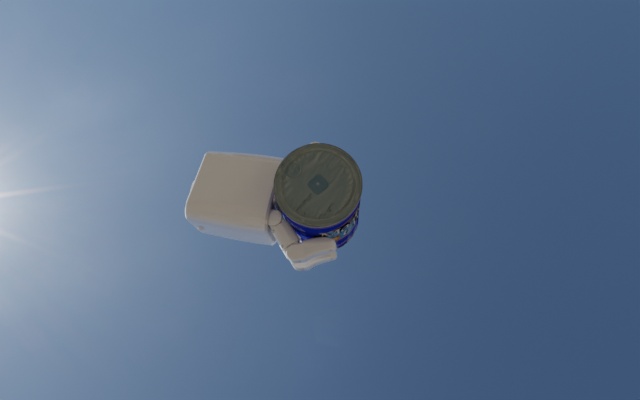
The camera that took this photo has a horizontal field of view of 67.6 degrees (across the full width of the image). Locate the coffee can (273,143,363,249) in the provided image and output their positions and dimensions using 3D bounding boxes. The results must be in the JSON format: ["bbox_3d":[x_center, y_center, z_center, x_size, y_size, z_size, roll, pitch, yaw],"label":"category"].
[{"bbox_3d":[0.000,0.002,0.612,0.103,0.102,0.140,0,-18,3],"label":"coffee can"}]
